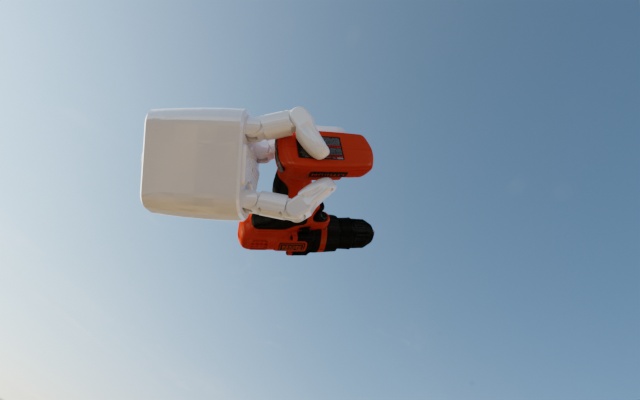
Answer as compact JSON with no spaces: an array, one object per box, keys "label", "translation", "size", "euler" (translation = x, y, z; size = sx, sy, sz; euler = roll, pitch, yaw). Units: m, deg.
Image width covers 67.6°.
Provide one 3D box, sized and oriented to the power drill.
[{"label":"power drill","translation":[0.000,0.002,0.580],"size":[0.184,0.057,0.188],"euler":[0,-40,-17]}]
